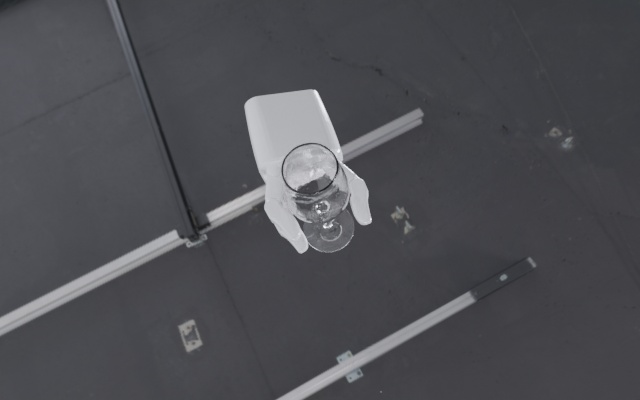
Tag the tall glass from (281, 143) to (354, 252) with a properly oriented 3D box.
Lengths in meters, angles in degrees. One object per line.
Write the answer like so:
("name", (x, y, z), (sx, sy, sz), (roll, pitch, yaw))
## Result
("tall glass", (0.000, 0.002, 0.600), (0.079, 0.079, 0.201), (0, -22, 7))
